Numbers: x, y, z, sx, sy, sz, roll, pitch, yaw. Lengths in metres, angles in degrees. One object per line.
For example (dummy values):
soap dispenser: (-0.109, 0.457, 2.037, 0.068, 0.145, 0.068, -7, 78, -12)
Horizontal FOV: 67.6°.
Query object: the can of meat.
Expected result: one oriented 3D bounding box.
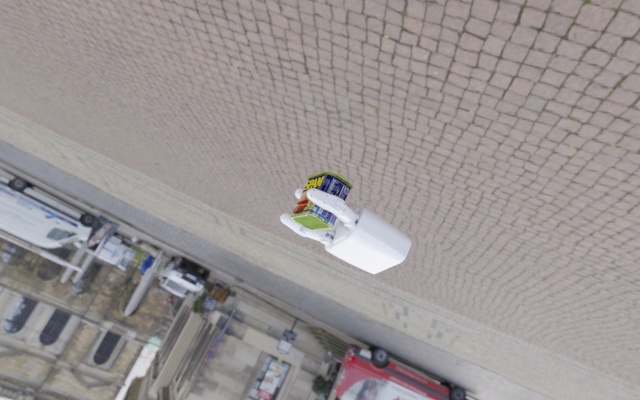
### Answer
can of meat: (0.000, 0.003, 0.811, 0.057, 0.084, 0.102, 31, -18, -20)
